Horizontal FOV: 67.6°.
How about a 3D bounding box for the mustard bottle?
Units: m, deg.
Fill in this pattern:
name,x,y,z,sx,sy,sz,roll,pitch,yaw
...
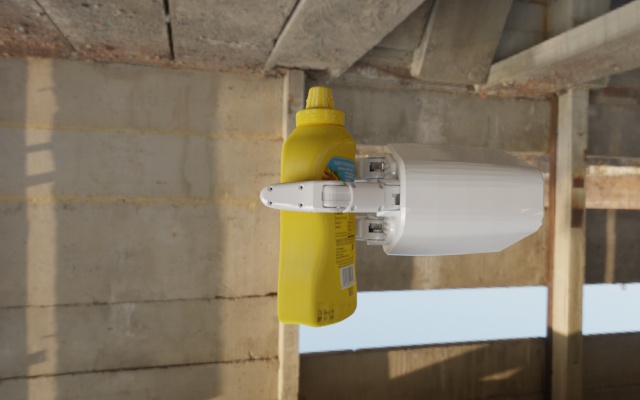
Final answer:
name,x,y,z,sx,sy,sz,roll,pitch,yaw
mustard bottle,0.000,0.002,0.401,0.058,0.191,0.096,0,0,24
